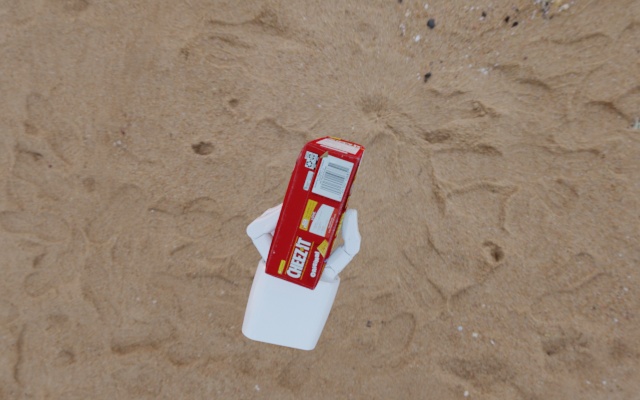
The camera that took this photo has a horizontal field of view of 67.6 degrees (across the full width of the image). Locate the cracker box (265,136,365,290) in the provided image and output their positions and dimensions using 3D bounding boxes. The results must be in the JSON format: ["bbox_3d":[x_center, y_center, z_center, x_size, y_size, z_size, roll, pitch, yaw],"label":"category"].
[{"bbox_3d":[0.000,0.002,0.636,0.072,0.164,0.213,19,11,3],"label":"cracker box"}]
